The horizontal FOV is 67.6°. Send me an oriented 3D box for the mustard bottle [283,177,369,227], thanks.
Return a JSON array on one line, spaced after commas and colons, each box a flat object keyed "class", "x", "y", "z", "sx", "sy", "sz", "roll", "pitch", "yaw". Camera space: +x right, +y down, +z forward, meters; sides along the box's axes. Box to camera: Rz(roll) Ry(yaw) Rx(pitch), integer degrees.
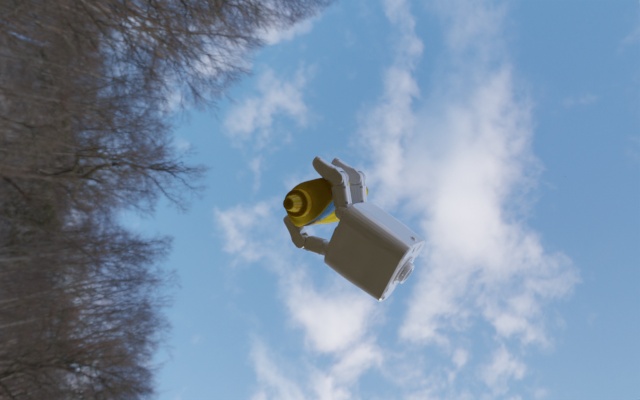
[{"class": "mustard bottle", "x": 0.000, "y": 0.002, "z": 0.747, "sx": 0.096, "sy": 0.058, "sz": 0.191, "roll": -39, "pitch": -15, "yaw": 24}]
